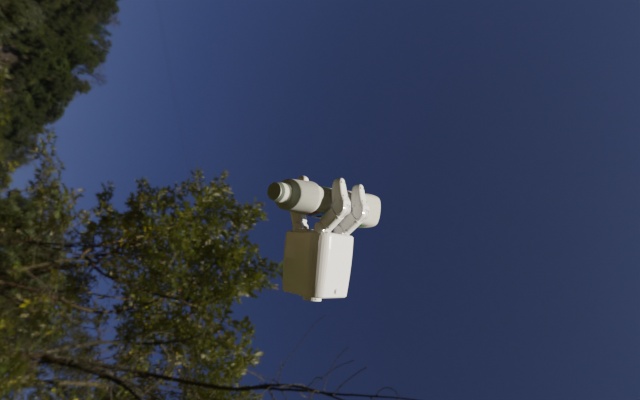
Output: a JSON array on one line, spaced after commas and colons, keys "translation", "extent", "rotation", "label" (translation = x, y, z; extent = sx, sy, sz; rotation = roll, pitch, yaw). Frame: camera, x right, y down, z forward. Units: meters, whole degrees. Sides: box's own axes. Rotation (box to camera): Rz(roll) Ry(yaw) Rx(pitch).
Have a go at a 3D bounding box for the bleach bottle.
[{"translation": [0.000, 0.003, 0.827], "extent": [0.102, 0.068, 0.251], "rotation": [2, -7, 39], "label": "bleach bottle"}]
